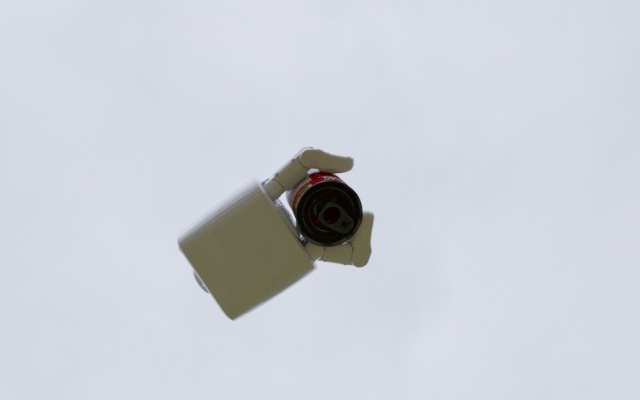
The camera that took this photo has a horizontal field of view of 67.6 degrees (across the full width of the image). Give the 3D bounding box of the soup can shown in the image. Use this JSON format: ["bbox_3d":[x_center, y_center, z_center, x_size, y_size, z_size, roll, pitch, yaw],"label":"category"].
[{"bbox_3d":[0.000,0.001,0.515,0.068,0.068,0.102,0,14,-10],"label":"soup can"}]
